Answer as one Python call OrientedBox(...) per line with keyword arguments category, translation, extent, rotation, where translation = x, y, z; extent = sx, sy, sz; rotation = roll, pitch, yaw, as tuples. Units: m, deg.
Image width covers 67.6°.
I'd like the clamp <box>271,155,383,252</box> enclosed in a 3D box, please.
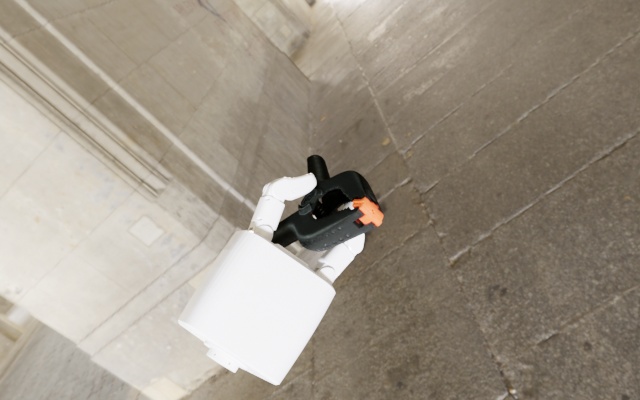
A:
OrientedBox(category="clamp", translation=(0.000, 0.001, 0.520), extent=(0.036, 0.164, 0.210), rotation=(42, -25, -23))
